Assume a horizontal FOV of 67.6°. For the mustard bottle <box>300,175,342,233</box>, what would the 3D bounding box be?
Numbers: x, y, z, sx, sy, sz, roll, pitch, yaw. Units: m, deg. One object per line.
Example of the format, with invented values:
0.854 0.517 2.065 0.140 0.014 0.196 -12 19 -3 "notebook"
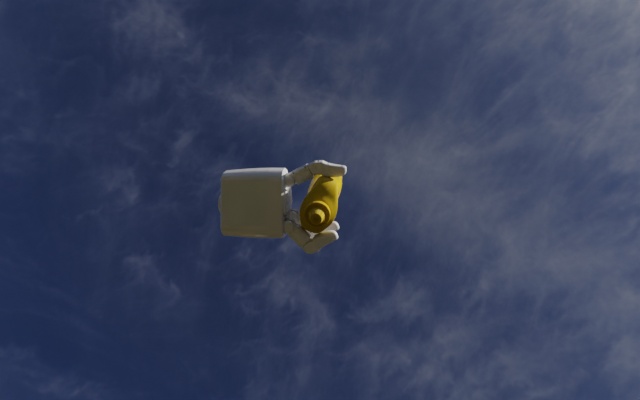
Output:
0.000 0.003 0.805 0.058 0.096 0.191 23 16 -2 "mustard bottle"
